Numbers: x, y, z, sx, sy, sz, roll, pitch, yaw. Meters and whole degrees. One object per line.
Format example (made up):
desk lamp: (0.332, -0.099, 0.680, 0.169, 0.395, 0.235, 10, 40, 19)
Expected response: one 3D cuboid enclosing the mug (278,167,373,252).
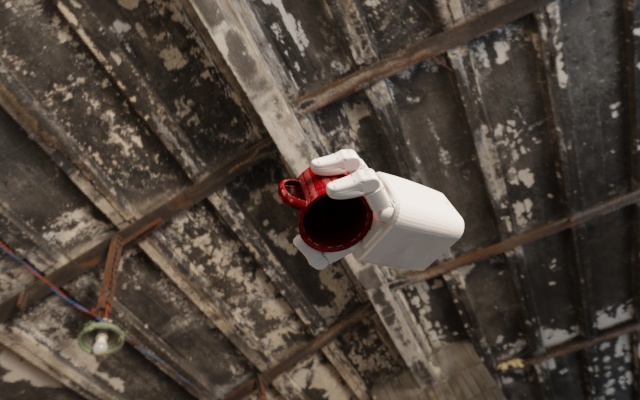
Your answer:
mug: (-0.001, 0.002, 0.602, 0.117, 0.093, 0.081, 15, 28, -23)
